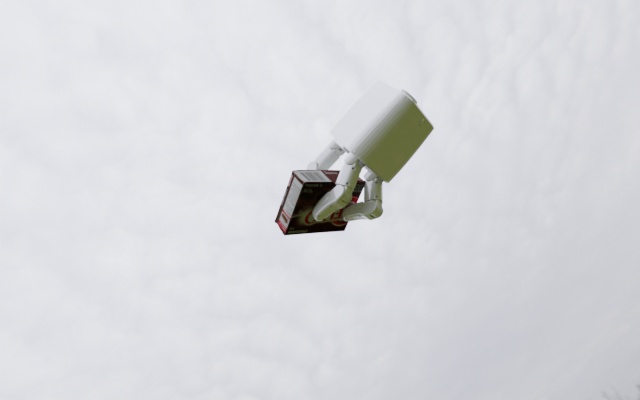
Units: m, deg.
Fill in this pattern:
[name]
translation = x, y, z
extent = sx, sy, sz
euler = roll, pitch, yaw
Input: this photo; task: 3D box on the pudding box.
[pudding box]
translation = 0.000, 0.002, 0.683
extent = 0.113, 0.090, 0.039
euler = 0, 34, -35
